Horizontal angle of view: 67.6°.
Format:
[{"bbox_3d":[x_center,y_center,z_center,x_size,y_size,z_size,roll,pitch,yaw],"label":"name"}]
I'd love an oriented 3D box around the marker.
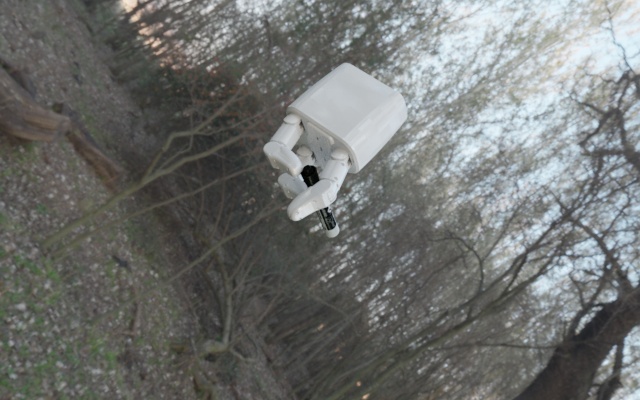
[{"bbox_3d":[0.000,0.002,0.569,0.020,0.020,0.121,0,-39,19],"label":"marker"}]
